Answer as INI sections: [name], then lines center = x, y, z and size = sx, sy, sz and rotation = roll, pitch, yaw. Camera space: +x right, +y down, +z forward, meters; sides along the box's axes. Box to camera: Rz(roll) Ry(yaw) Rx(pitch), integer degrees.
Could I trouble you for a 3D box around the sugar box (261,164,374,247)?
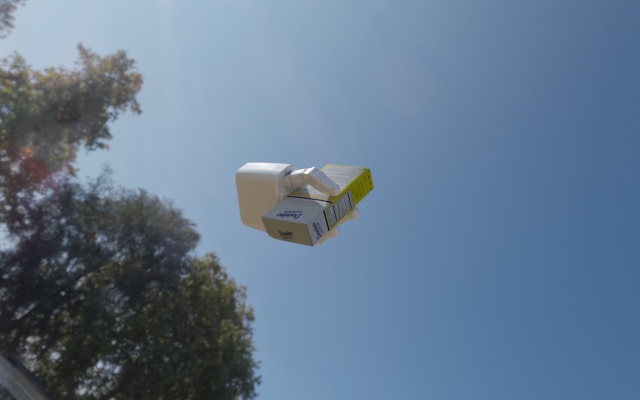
[sugar box]
center = 0.000, 0.003, 0.754
size = 0.093, 0.048, 0.176
rotation = 8, 37, 39
